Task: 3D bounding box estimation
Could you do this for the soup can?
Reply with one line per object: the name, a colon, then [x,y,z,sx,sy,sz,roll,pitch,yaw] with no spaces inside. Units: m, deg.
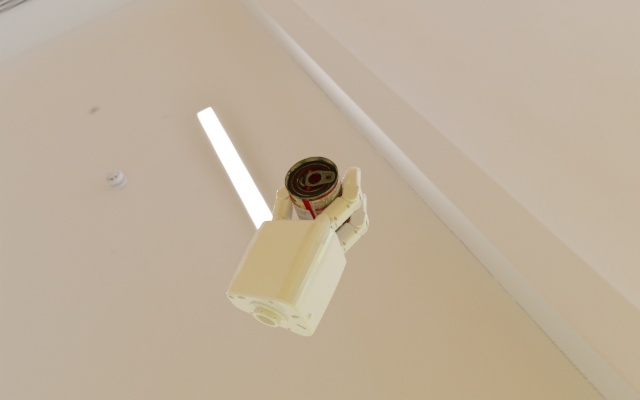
soup can: [0.000,0.002,0.621,0.068,0.068,0.102,0,-38,17]
